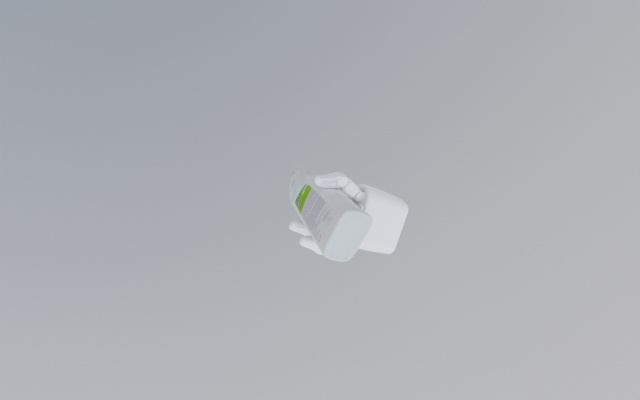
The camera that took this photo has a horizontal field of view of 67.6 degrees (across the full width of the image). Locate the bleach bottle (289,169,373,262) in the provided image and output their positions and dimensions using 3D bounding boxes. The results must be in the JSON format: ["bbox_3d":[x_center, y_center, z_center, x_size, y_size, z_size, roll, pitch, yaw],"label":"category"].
[{"bbox_3d":[0.000,0.003,0.880,0.068,0.102,0.250,17,20,-31],"label":"bleach bottle"}]
